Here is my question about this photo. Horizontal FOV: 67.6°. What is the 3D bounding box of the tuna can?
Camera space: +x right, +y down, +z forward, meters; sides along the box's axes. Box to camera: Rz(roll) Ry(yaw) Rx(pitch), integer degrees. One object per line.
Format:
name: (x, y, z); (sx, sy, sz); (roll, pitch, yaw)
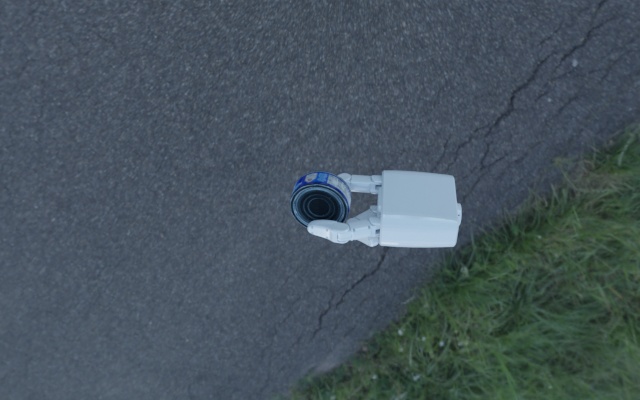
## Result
tuna can: (0.000, 0.003, 0.679); (0.086, 0.086, 0.033); (0, 36, 12)
